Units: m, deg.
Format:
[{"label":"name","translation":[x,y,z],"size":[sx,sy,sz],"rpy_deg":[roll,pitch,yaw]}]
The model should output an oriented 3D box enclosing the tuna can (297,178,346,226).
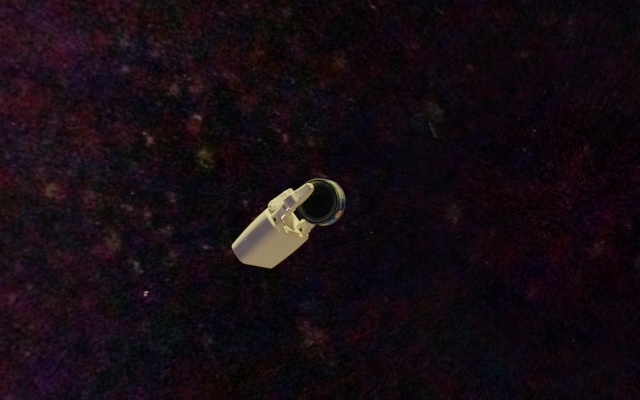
[{"label":"tuna can","translation":[0.000,0.003,0.872],"size":[0.086,0.086,0.034],"rpy_deg":[0,-4,23]}]
